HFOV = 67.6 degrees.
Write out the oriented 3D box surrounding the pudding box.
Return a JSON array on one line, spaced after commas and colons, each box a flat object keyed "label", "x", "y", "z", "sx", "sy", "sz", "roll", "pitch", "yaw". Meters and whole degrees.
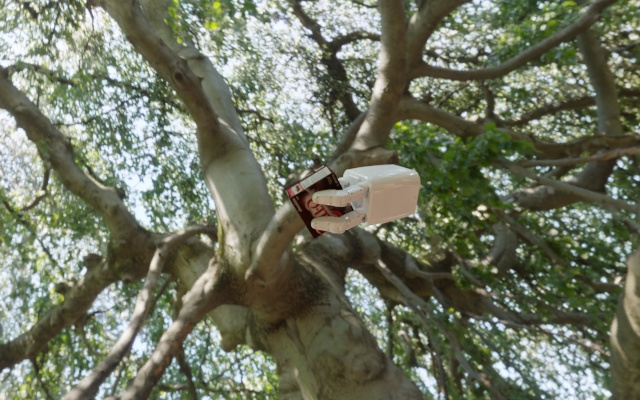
[{"label": "pudding box", "x": 0.000, "y": 0.003, "z": 0.847, "sx": 0.090, "sy": 0.114, "sz": 0.039, "roll": -32, "pitch": 37, "yaw": -3}]
